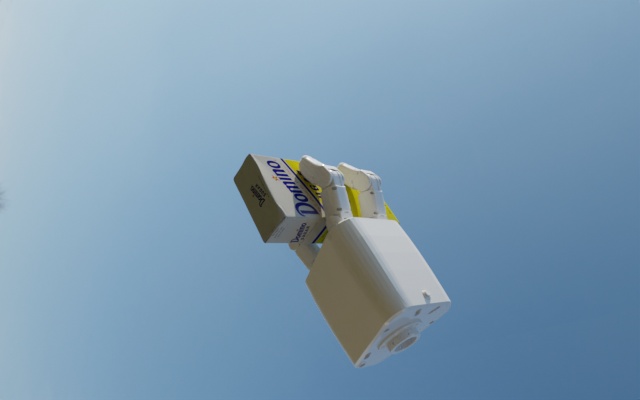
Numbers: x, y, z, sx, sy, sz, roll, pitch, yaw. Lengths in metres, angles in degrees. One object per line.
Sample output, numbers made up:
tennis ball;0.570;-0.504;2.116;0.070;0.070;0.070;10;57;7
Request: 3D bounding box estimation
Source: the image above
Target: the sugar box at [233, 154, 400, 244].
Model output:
sugar box;0.001;0.001;0.532;0.176;0.093;0.048;7;-49;-45
